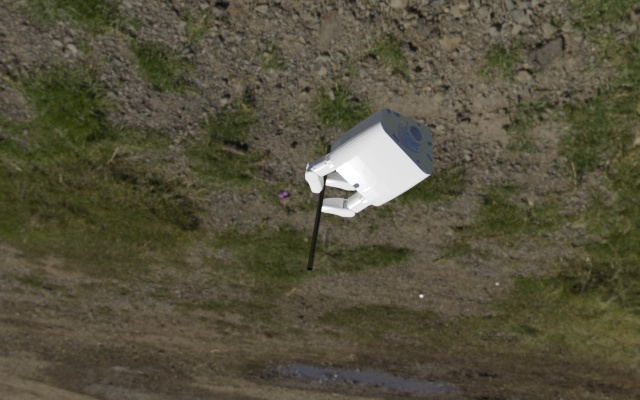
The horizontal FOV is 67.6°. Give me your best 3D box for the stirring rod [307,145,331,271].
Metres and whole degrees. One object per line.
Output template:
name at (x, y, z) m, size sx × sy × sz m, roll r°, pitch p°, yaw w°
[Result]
stirring rod at (0.000, 0.002, 0.756) m, size 0.011 × 0.239 × 0.011 m, roll 6°, pitch -36°, yaw 4°
